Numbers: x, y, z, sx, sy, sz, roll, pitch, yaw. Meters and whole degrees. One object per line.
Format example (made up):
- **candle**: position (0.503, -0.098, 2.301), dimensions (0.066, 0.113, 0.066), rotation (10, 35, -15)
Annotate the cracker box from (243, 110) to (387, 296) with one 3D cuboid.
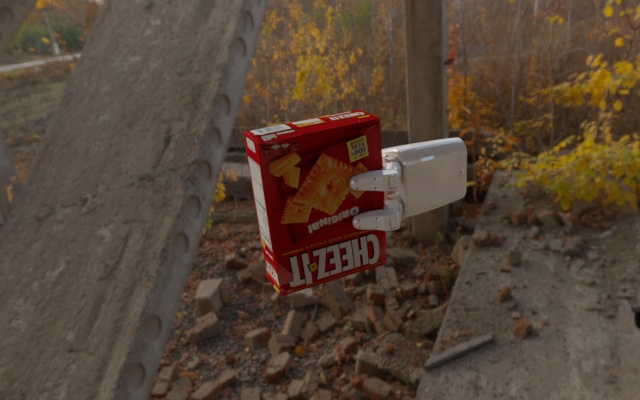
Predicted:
- **cracker box**: position (0.000, 0.002, 0.632), dimensions (0.164, 0.214, 0.072), rotation (-14, 24, -18)
